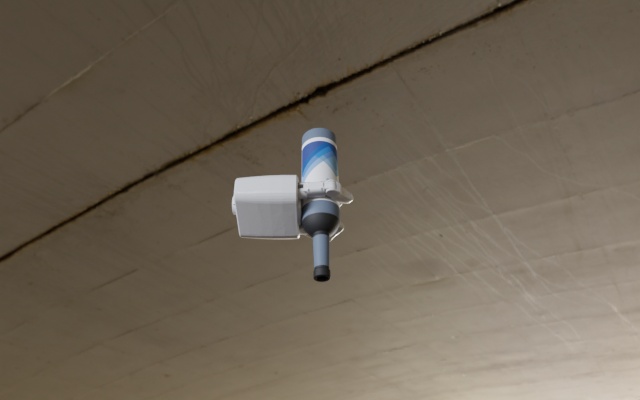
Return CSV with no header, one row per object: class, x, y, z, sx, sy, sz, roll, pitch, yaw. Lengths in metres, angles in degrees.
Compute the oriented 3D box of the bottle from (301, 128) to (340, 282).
bottle,0.000,0.003,0.835,0.069,0.295,0.069,-1,-35,-1
